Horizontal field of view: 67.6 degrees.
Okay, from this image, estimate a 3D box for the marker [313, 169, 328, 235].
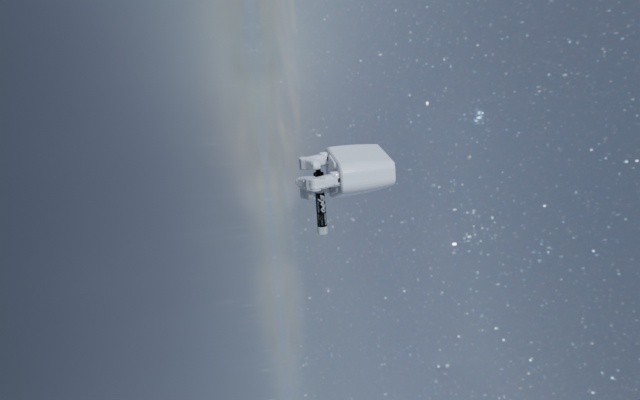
[{"bbox_3d":[0.000,0.003,0.866,0.020,0.121,0.020,-4,15,1],"label":"marker"}]
